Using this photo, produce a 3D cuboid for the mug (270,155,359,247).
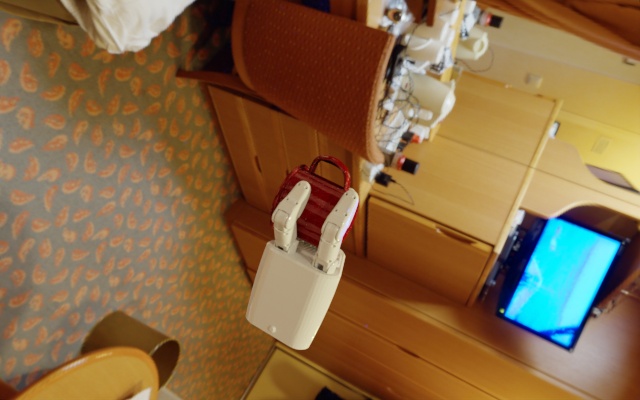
[{"bbox_3d":[0.001,0.001,0.595,0.081,0.117,0.093,26,15,19],"label":"mug"}]
